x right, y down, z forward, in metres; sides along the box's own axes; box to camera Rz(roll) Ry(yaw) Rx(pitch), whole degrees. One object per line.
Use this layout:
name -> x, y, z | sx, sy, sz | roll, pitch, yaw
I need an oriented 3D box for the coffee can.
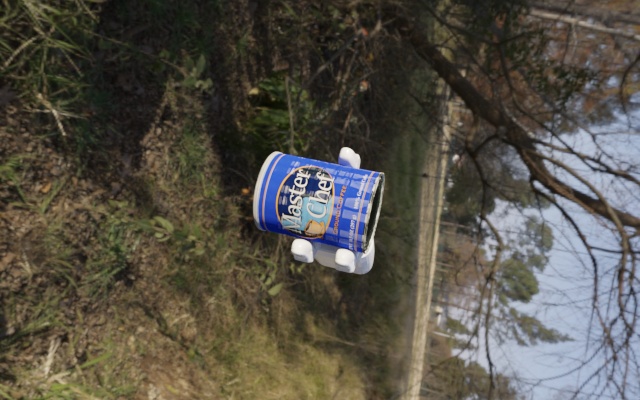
coffee can -> 0.000, 0.002, 0.598 | 0.140, 0.103, 0.103 | 12, 3, 13
